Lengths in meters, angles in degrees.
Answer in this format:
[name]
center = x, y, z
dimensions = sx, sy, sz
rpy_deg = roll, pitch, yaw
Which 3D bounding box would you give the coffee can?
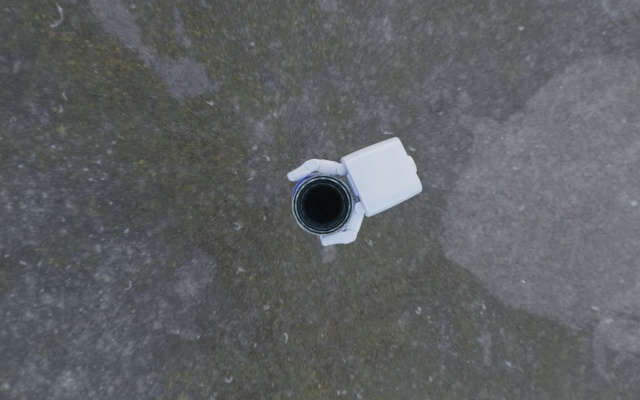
[coffee can]
center = 0.000, 0.003, 0.851
dimensions = 0.103, 0.103, 0.140
rpy_deg = 0, 4, -3
